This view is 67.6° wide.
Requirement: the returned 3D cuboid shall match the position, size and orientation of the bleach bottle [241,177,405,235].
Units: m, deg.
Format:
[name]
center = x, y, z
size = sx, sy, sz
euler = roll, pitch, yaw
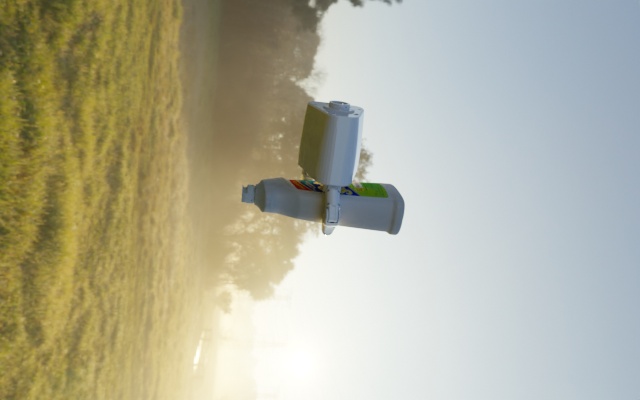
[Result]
[bleach bottle]
center = 0.000, 0.003, 0.767
size = 0.251, 0.068, 0.102
euler = 5, 22, -9
